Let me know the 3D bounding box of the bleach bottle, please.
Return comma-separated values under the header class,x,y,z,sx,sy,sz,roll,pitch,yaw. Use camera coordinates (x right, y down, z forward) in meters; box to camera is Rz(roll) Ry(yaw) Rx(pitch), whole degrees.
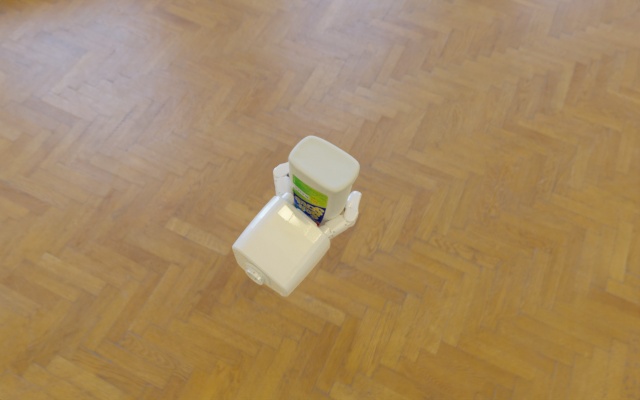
class,x,y,z,sx,sy,sz,roll,pitch,yaw
bleach bottle,0.000,0.002,0.777,0.102,0.068,0.251,34,-23,15
